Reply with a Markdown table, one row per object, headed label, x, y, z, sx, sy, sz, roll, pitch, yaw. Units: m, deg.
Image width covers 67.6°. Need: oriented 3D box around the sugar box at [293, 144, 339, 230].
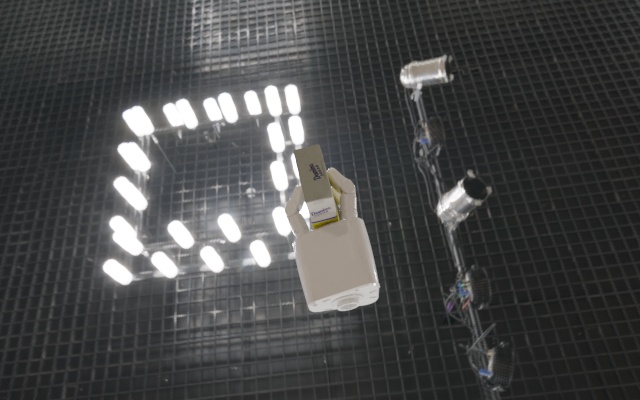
| label | x | y | z | sx | sy | sz | roll | pitch | yaw |
| --- | --- | --- | --- | --- | --- | --- | --- | --- | --- |
| sugar box | 0.001 | 0.002 | 0.737 | 0.048 | 0.093 | 0.176 | -13 | -29 | -2 |
